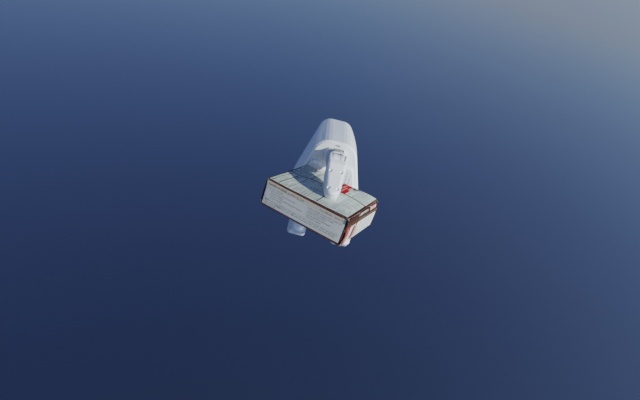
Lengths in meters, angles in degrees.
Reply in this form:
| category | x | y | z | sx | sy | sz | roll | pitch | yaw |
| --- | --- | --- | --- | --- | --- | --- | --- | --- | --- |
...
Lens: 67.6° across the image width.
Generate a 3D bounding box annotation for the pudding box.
| category | x | y | z | sx | sy | sz | roll | pitch | yaw |
| --- | --- | --- | --- | --- | --- | --- | --- | --- | --- |
| pudding box | 0.000 | 0.002 | 0.565 | 0.113 | 0.039 | 0.090 | 26 | 25 | 21 |
